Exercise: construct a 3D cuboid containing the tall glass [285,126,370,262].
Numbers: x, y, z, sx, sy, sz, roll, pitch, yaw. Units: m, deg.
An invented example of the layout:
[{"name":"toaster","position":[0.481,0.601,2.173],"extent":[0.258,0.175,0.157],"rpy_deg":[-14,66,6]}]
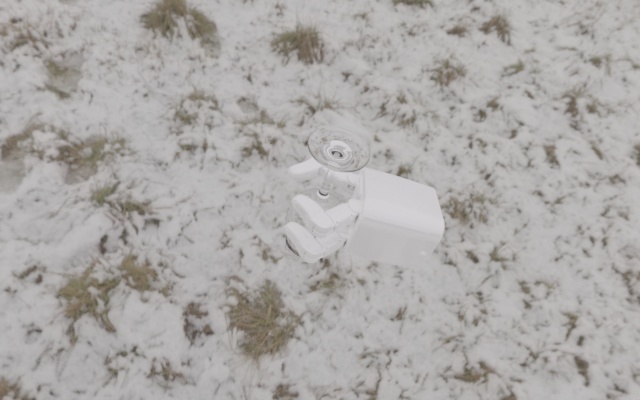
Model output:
[{"name":"tall glass","position":[0.000,0.002,0.621],"extent":[0.079,0.079,0.201],"rpy_deg":[0,-39,-17]}]
